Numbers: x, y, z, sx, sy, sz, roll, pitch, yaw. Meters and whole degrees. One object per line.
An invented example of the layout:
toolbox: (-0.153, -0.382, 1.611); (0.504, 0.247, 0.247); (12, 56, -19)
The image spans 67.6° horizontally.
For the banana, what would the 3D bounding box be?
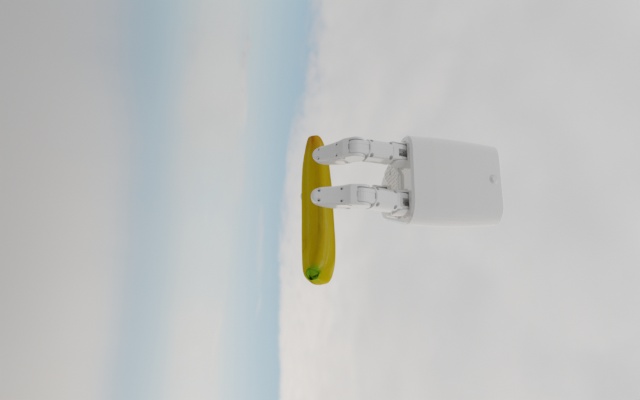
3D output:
banana: (-0.002, 0.016, 0.521); (0.037, 0.197, 0.070); (2, -41, -6)
